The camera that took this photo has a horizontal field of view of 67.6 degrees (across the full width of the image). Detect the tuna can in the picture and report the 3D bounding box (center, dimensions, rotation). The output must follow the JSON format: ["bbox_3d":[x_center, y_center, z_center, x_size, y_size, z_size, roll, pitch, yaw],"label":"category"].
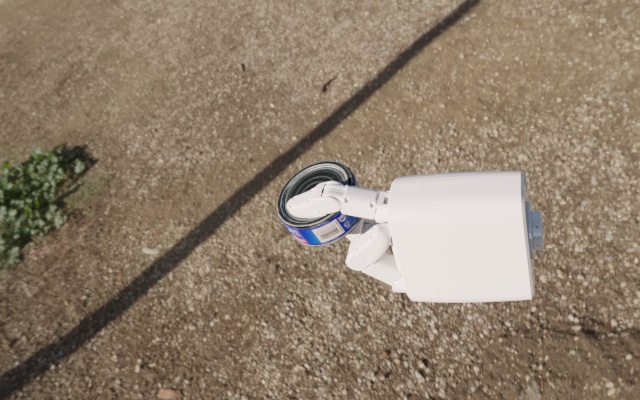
[{"bbox_3d":[0.000,0.001,0.476,0.086,0.086,0.034,0,-37,32],"label":"tuna can"}]
